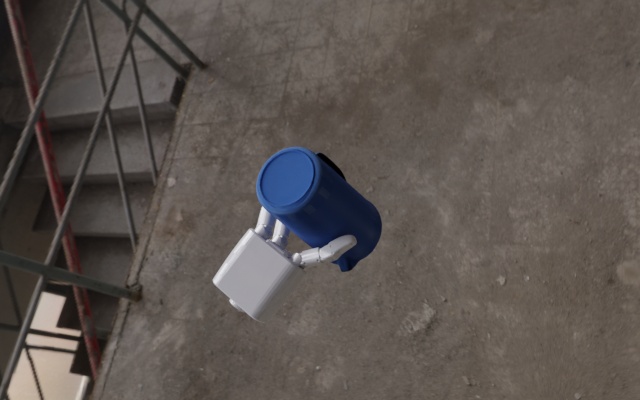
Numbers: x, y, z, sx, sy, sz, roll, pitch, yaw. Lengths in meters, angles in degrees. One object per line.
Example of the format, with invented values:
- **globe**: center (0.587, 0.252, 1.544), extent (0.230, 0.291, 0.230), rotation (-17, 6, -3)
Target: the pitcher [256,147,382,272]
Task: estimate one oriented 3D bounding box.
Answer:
- **pitcher**: center (0.000, 0.003, 0.780), extent (0.149, 0.145, 0.243), rotation (38, -2, 33)
